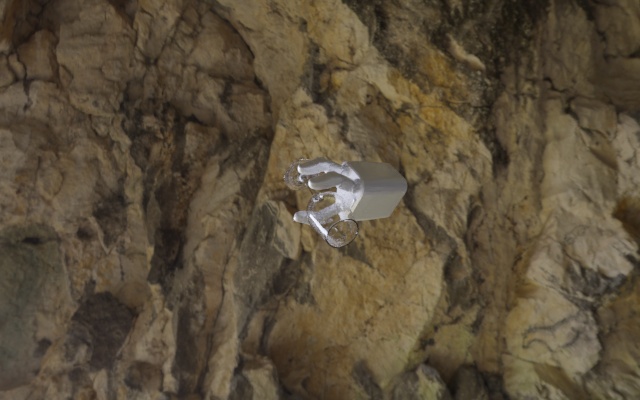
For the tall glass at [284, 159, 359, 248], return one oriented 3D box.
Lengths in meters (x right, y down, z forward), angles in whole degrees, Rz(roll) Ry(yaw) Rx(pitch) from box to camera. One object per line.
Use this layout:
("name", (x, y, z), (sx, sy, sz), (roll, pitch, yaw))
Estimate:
("tall glass", (0.000, 0.003, 0.893), (0.079, 0.079, 0.201), (0, 33, -27))
